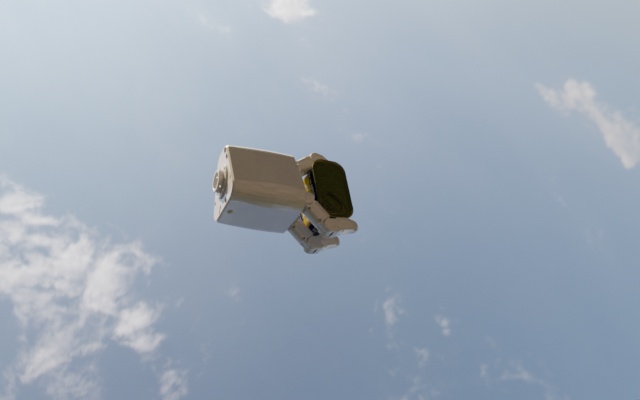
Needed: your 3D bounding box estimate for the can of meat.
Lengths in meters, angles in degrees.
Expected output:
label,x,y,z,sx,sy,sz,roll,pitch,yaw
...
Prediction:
label,x,y,z,sx,sy,sz,roll,pitch,yaw
can of meat,0.000,0.003,0.739,0.057,0.102,0.084,7,-35,-28
